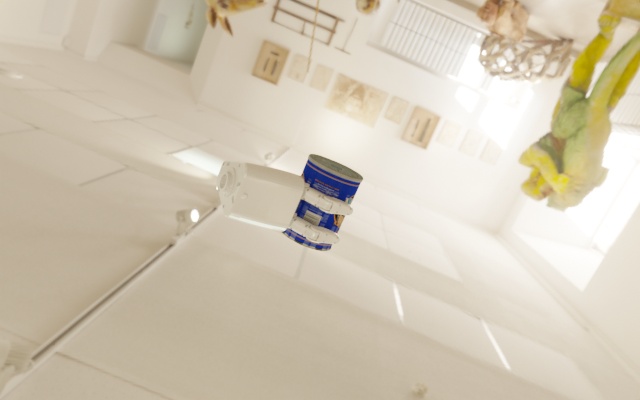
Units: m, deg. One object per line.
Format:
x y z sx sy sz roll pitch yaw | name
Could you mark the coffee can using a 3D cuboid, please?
0.000 0.003 0.838 0.103 0.140 0.102 23 13 -6 | coffee can
